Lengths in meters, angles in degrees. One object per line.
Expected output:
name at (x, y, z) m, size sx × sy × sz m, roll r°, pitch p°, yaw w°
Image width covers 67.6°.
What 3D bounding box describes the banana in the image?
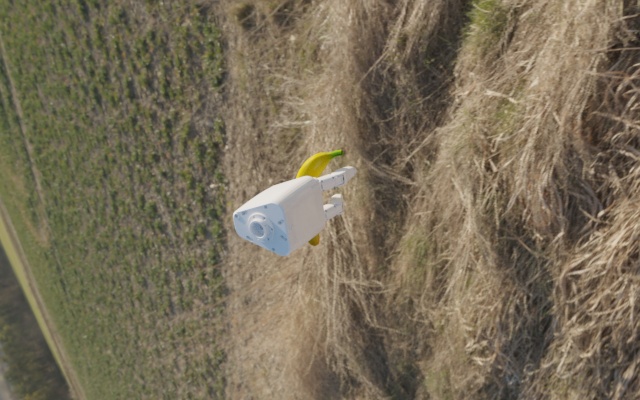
banana at (-0.017, -0.006, 0.857) m, size 0.069 × 0.198 × 0.037 m, roll 19°, pitch 28°, yaw 8°
